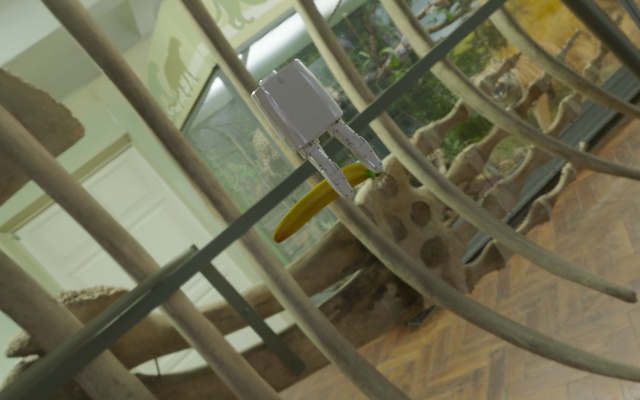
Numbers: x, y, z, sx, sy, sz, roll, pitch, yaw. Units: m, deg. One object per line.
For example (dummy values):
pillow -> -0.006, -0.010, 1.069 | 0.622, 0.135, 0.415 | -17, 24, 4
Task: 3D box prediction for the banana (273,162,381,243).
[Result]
banana -> 0.004, -0.005, 0.749 | 0.198, 0.037, 0.069 | -36, 12, 12
